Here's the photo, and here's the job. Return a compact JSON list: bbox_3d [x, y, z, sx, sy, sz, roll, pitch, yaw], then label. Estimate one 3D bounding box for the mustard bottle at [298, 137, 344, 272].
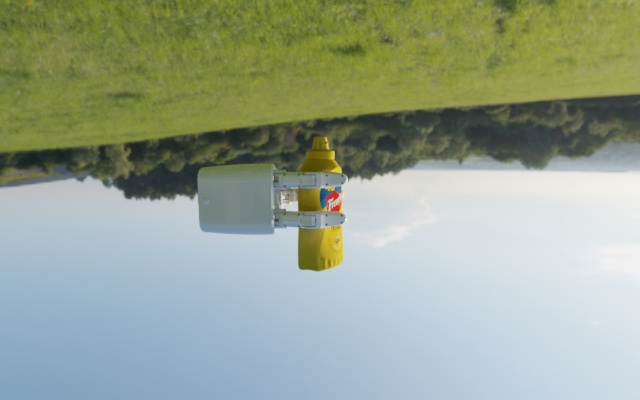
[{"bbox_3d":[0.000,0.003,0.706,0.058,0.191,0.096,2,5,27],"label":"mustard bottle"}]
